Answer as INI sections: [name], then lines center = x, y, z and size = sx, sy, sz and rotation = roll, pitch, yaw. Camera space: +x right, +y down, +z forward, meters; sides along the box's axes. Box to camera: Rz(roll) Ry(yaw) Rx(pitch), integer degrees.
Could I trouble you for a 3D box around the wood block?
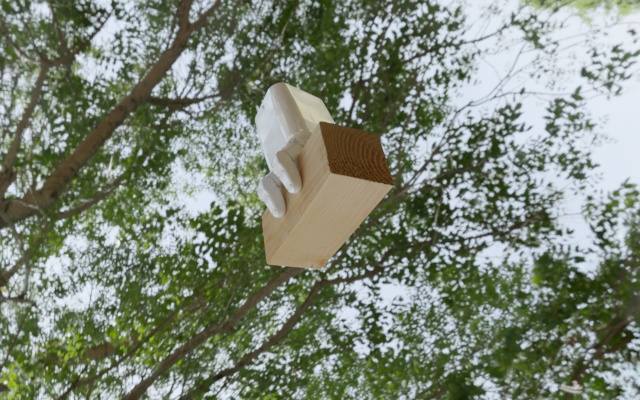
[wood block]
center = 0.000, 0.002, 0.654
size = 0.091, 0.090, 0.206
rotation = 9, -40, -26
